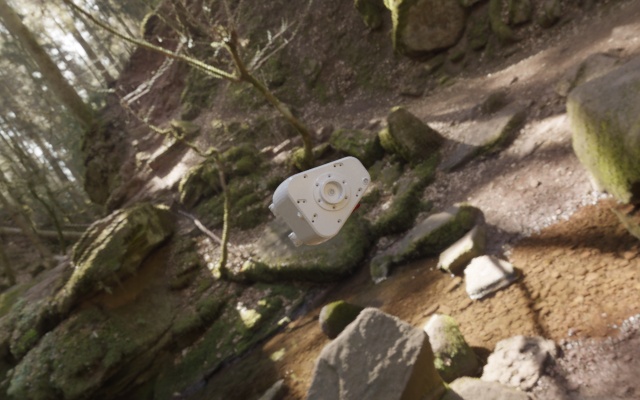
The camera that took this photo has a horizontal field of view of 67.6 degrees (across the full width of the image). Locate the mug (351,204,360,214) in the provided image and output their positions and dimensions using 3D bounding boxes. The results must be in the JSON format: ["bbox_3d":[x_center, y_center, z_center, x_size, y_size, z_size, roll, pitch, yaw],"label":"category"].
[{"bbox_3d":[0.000,0.003,0.777,0.093,0.081,0.117,-36,1,-18],"label":"mug"}]
